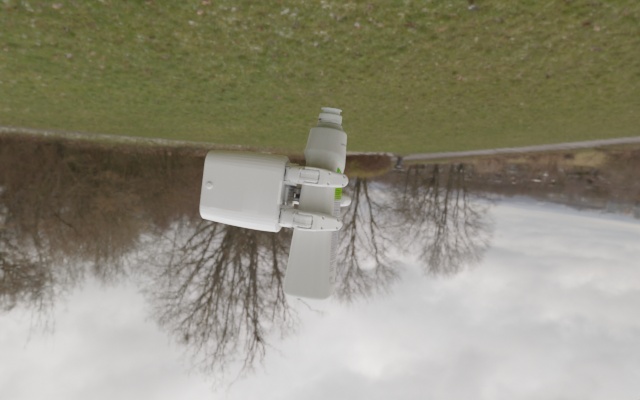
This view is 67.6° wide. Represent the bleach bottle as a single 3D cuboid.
[{"bbox_3d":[0.000,0.002,0.651,0.068,0.251,0.102,8,2,7],"label":"bleach bottle"}]
